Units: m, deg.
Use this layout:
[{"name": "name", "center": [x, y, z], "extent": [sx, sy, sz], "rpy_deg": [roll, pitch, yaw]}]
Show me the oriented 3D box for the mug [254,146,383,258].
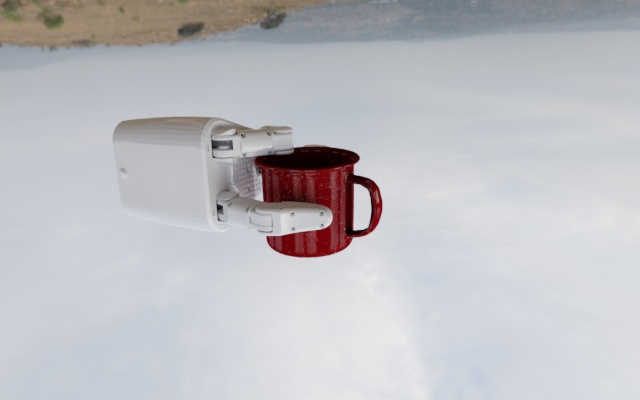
[{"name": "mug", "center": [0.001, 0.002, 0.427], "extent": [0.117, 0.081, 0.093], "rpy_deg": [8, 20, 26]}]
